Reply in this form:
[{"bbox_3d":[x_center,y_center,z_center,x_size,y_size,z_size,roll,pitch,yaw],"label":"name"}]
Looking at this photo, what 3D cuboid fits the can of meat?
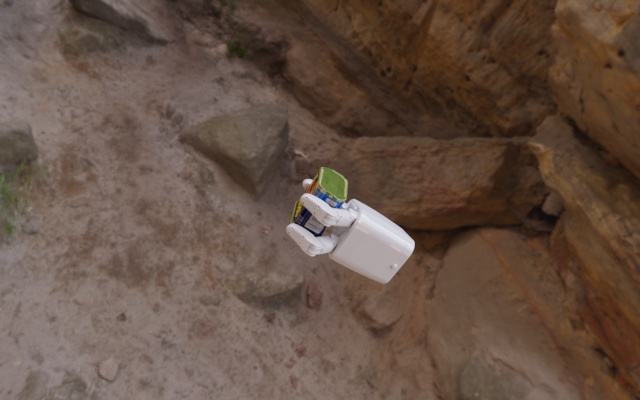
[{"bbox_3d":[0.000,0.002,0.770,0.057,0.084,0.102,30,24,-10],"label":"can of meat"}]
